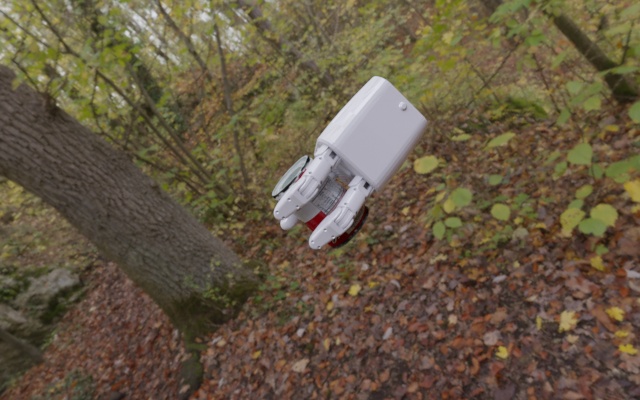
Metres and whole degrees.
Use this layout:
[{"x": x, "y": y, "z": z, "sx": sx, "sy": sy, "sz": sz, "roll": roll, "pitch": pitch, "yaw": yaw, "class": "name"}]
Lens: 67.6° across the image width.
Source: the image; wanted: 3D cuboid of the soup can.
[{"x": 0.000, "y": 0.002, "z": 0.585, "sx": 0.102, "sy": 0.068, "sz": 0.068, "roll": 41, "pitch": -12, "yaw": -15, "class": "soup can"}]
